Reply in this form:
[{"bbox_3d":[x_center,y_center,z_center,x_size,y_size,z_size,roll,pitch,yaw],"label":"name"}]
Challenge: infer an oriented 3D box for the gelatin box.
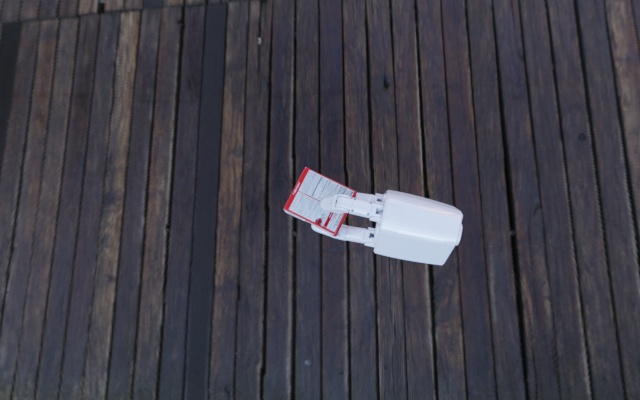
[{"bbox_3d":[0.000,0.002,0.718,0.089,0.073,0.030,26,-9,5],"label":"gelatin box"}]
